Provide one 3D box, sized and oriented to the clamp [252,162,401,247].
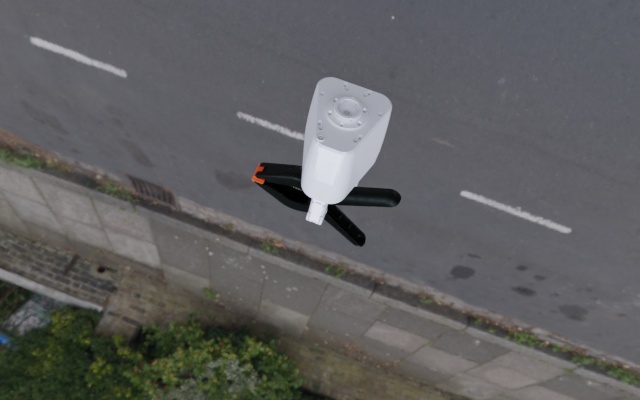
[{"bbox_3d":[-0.001,0.003,0.714,0.210,0.036,0.165,19,-32,3],"label":"clamp"}]
